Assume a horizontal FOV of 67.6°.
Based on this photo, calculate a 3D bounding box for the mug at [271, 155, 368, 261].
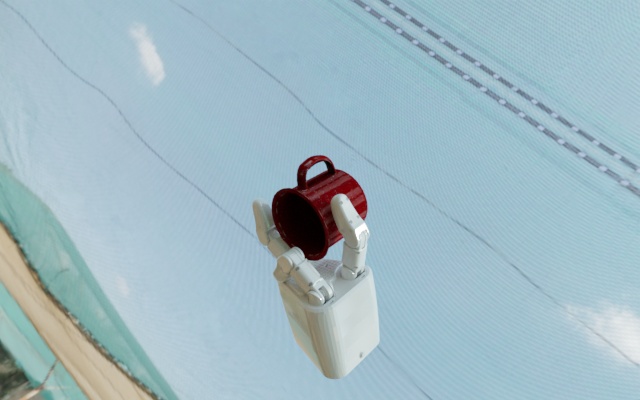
[{"bbox_3d":[0.000,0.000,0.567,0.093,0.117,0.081,14,34,42],"label":"mug"}]
